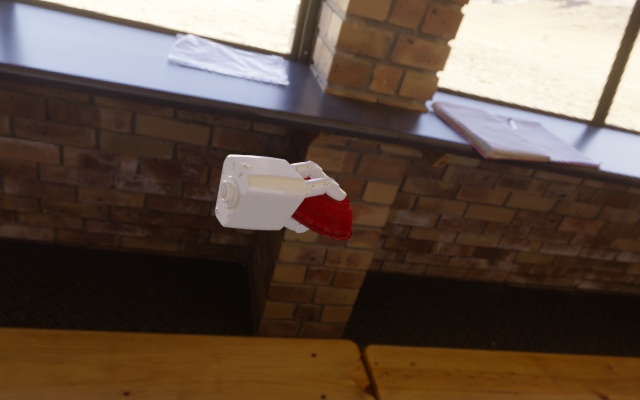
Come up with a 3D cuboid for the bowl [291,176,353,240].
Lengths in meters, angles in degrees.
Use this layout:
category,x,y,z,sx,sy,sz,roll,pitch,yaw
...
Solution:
category,x,y,z,sx,sy,sz,roll,pitch,yaw
bowl,0.001,0.002,0.860,0.162,0.055,0.162,28,16,-9
